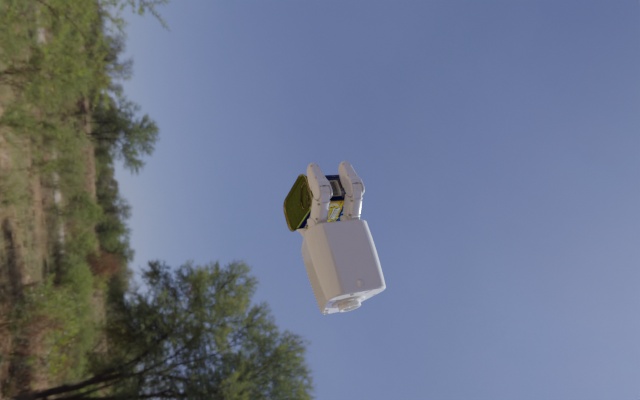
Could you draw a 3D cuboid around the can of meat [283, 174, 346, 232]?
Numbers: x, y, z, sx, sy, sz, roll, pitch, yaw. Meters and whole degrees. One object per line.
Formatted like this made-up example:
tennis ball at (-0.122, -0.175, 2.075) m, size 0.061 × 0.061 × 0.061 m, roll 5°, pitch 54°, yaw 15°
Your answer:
can of meat at (0.000, 0.002, 0.737) m, size 0.084 × 0.057 × 0.102 m, roll -4°, pitch -30°, yaw -27°
